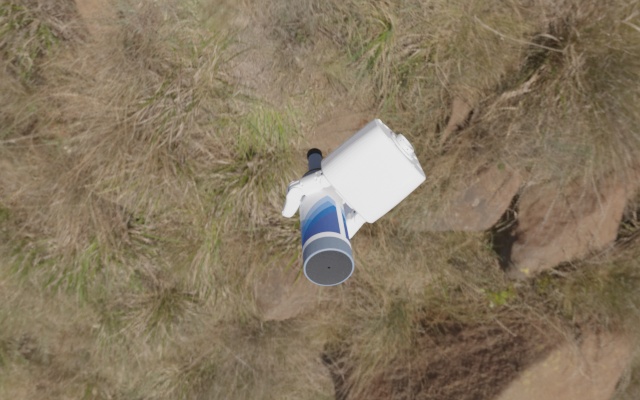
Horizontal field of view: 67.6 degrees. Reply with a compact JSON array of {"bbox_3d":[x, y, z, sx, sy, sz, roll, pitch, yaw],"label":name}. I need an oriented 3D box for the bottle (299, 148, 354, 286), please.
[{"bbox_3d":[0.000,0.003,0.738,0.069,0.069,0.295,0,35,-5],"label":"bottle"}]
